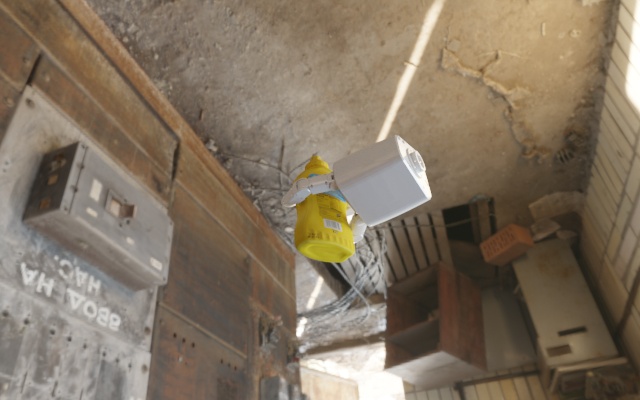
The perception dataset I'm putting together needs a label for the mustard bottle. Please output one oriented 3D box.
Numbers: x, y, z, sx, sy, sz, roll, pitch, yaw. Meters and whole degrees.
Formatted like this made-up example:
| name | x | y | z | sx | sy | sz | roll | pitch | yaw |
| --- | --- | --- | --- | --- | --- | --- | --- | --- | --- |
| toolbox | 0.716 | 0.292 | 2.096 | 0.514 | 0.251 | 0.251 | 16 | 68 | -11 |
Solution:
| name | x | y | z | sx | sy | sz | roll | pitch | yaw |
| --- | --- | --- | --- | --- | --- | --- | --- | --- | --- |
| mustard bottle | 0.000 | 0.003 | 0.778 | 0.096 | 0.191 | 0.058 | 17 | -42 | -28 |
